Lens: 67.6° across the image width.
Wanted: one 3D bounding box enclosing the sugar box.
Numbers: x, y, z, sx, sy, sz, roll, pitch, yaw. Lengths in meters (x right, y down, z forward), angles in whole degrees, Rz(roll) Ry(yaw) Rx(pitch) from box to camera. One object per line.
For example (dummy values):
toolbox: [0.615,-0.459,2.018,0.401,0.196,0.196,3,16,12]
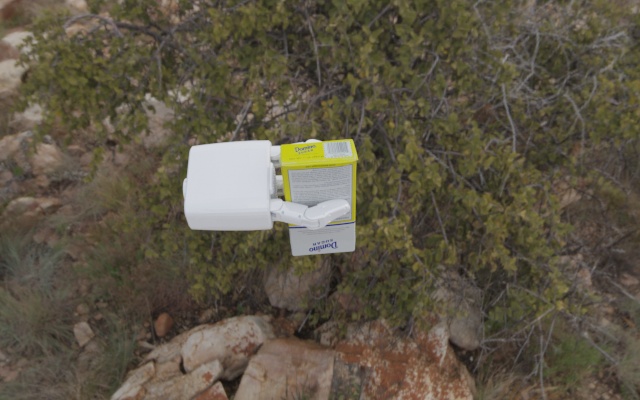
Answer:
sugar box: [0.000,0.002,0.637,0.093,0.048,0.176,-4,-42,-2]
